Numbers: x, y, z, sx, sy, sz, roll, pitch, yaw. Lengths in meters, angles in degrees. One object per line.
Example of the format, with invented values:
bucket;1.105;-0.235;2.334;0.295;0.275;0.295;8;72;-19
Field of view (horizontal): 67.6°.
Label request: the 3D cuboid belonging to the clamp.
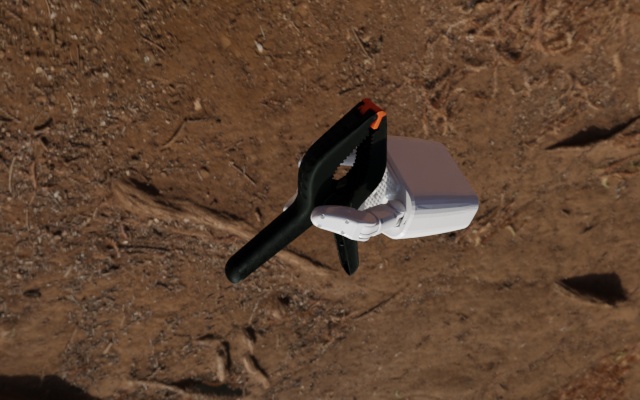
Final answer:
clamp;0.001;0.002;0.462;0.164;0.210;0.036;-4;37;-35
